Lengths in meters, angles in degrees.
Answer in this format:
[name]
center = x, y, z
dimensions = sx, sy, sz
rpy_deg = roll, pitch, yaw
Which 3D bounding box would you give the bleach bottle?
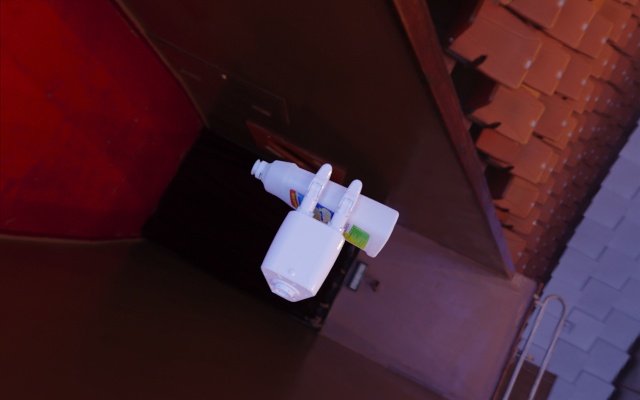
[bleach bottle]
center = 0.000, 0.003, 0.808
dimensions = 0.251, 0.068, 0.103
rpy_deg = 26, -28, 4
